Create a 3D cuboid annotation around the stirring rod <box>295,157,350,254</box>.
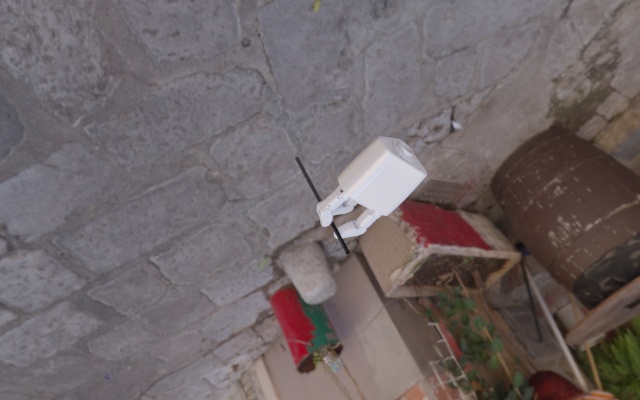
[{"bbox_3d":[0.000,0.003,0.897,0.011,0.239,0.011,-19,-34,-14],"label":"stirring rod"}]
